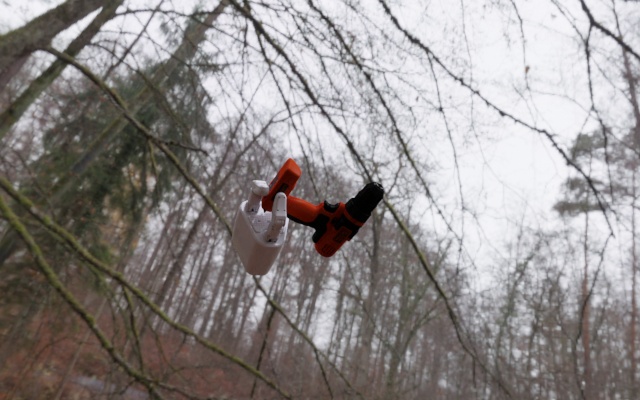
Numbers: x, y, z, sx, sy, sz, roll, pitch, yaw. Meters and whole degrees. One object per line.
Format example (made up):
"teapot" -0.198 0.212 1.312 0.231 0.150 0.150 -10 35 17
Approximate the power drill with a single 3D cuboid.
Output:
"power drill" 0.000 0.003 0.882 0.188 0.184 0.057 32 23 -15
